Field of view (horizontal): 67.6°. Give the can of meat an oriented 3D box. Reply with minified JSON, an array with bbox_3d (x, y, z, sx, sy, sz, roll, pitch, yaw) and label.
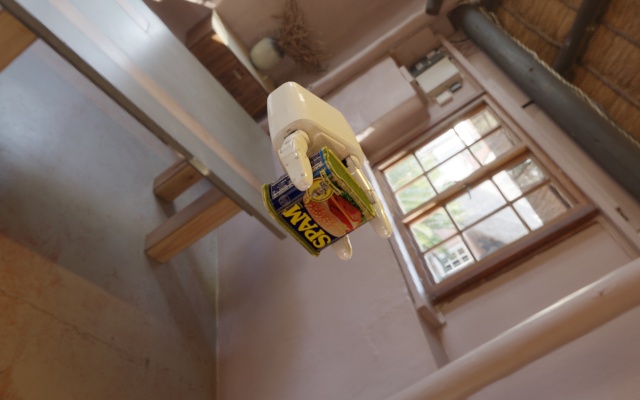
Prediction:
[{"bbox_3d":[0.000,0.002,0.525,0.084,0.102,0.057,-33,35,14],"label":"can of meat"}]
